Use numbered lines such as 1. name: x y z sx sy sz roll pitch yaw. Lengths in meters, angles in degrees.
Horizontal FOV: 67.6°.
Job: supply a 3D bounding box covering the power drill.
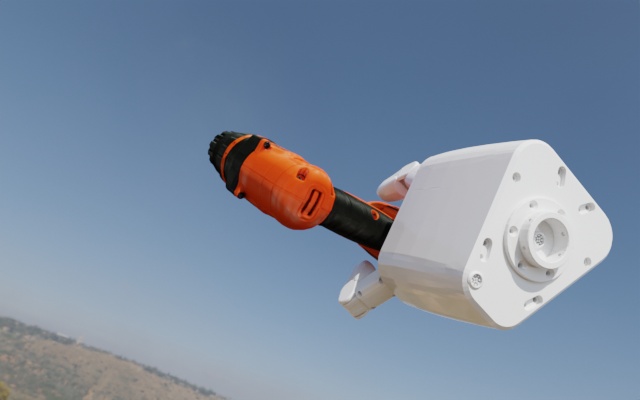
1. power drill: 0.001 0.002 0.422 0.188 0.057 0.184 24 5 -33
